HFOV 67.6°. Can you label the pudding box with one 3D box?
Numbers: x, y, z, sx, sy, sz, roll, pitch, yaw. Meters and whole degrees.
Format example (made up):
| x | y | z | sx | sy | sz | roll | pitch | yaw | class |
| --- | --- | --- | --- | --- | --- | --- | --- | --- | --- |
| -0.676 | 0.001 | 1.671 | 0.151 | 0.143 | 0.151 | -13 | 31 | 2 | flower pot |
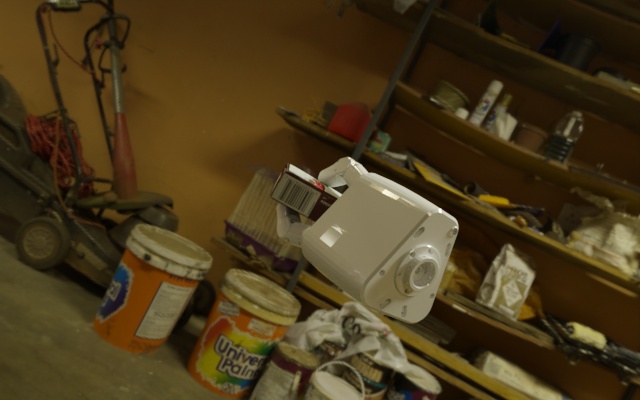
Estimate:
| x | y | z | sx | sy | sz | roll | pitch | yaw | class |
| --- | --- | --- | --- | --- | --- | --- | --- | --- | --- |
| 0.000 | 0.002 | 0.556 | 0.113 | 0.039 | 0.090 | 31 | 6 | -7 | pudding box |
